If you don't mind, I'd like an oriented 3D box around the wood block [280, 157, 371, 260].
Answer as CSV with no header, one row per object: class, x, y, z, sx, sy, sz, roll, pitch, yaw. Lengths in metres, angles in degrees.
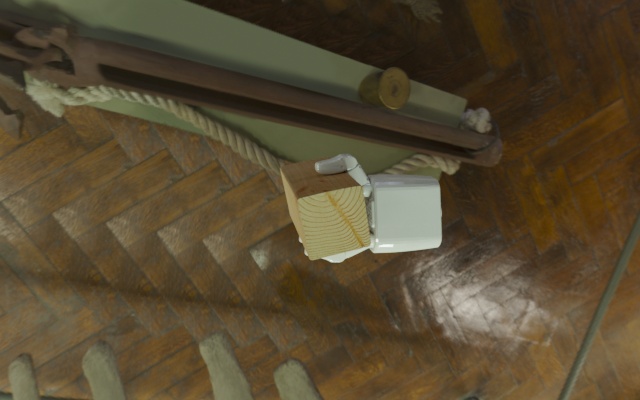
wood block,0.000,0.002,0.727,0.090,0.091,0.206,-12,17,-8
